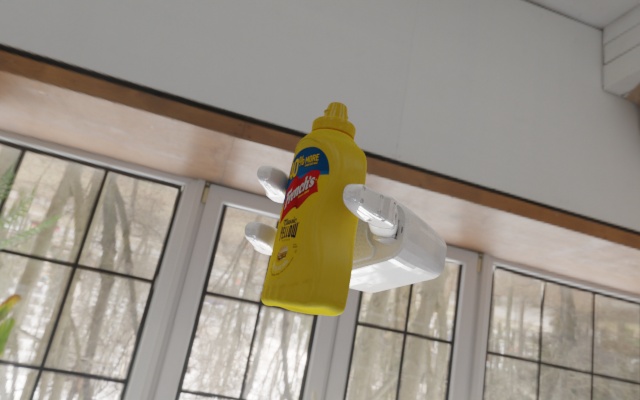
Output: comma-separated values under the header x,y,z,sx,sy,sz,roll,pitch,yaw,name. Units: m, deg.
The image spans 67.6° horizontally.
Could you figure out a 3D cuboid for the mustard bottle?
x,y,z,sx,sy,sz,roll,pitch,yaw,name
0.000,0.002,0.424,0.058,0.191,0.096,19,-18,-25,mustard bottle
